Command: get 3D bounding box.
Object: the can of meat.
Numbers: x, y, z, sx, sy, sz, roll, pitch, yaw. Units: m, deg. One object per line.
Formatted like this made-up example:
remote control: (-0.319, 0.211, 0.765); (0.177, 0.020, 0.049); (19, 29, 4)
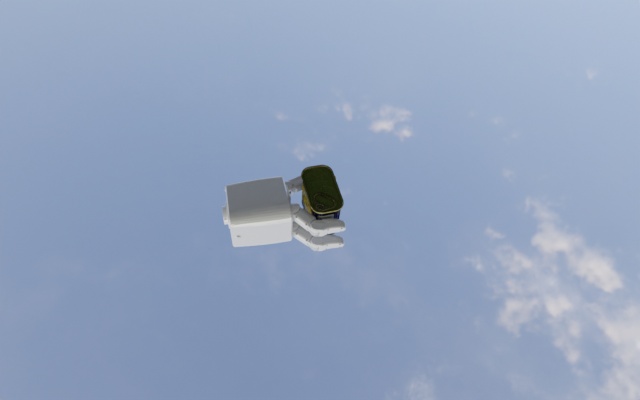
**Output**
can of meat: (0.000, 0.003, 0.847); (0.057, 0.102, 0.084); (-10, -35, -12)
